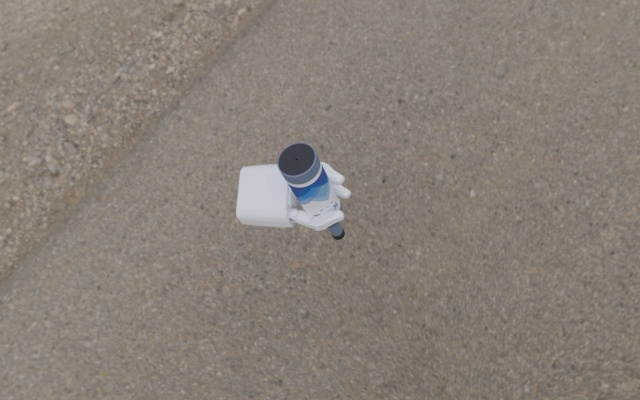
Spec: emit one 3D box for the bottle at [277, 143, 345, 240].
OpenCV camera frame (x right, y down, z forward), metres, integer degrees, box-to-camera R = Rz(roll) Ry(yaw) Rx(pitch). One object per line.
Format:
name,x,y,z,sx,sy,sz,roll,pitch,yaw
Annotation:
bottle,0.000,0.003,0.891,0.069,0.069,0.296,0,-28,17
